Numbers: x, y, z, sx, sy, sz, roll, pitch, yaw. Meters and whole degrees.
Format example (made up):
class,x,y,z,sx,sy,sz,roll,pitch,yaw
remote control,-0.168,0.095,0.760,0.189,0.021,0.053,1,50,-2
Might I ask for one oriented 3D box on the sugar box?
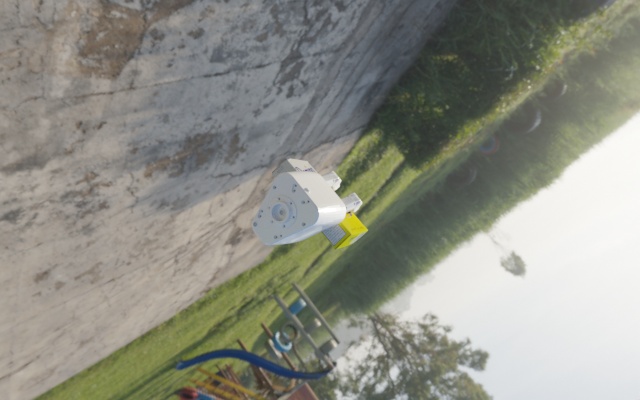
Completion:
class,x,y,z,sx,sy,sz,roll,pitch,yaw
sugar box,0.001,0.002,0.839,0.048,0.176,0.093,-43,-14,18
